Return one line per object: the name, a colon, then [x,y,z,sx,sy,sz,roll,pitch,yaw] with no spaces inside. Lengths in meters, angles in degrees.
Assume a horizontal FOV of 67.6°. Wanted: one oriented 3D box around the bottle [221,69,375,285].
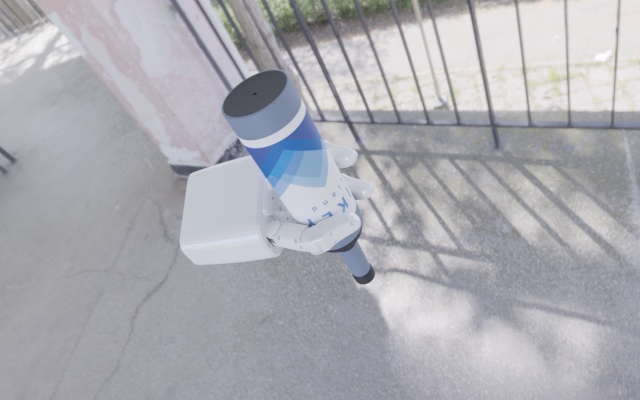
bottle: [0.000,0.002,0.508,0.069,0.069,0.296,0,-40,30]
